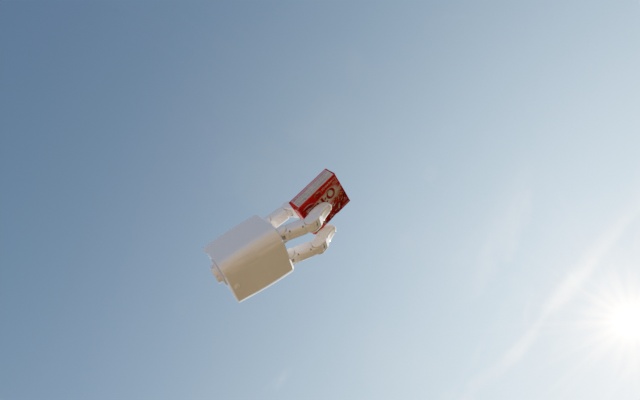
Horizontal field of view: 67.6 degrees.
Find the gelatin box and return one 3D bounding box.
[{"bbox_3d":[0.000,0.002,0.804,0.030,0.089,0.073,34,-17,45],"label":"gelatin box"}]
